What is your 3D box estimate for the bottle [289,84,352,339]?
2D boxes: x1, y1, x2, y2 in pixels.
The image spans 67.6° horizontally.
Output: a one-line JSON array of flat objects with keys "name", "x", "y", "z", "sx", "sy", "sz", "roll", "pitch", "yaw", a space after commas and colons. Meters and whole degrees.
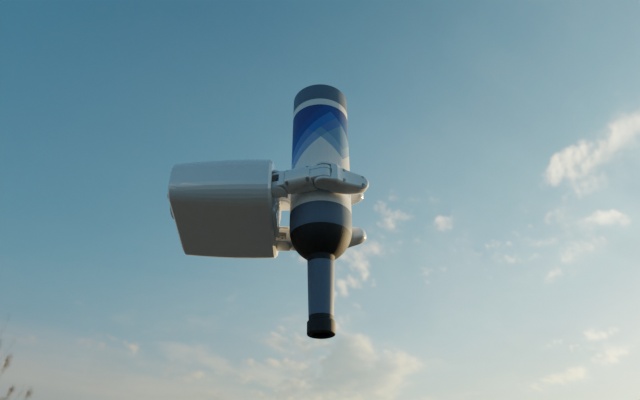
[{"name": "bottle", "x": 0.000, "y": 0.001, "z": 0.525, "sx": 0.069, "sy": 0.295, "sz": 0.069, "roll": 0, "pitch": -32, "yaw": 0}]
